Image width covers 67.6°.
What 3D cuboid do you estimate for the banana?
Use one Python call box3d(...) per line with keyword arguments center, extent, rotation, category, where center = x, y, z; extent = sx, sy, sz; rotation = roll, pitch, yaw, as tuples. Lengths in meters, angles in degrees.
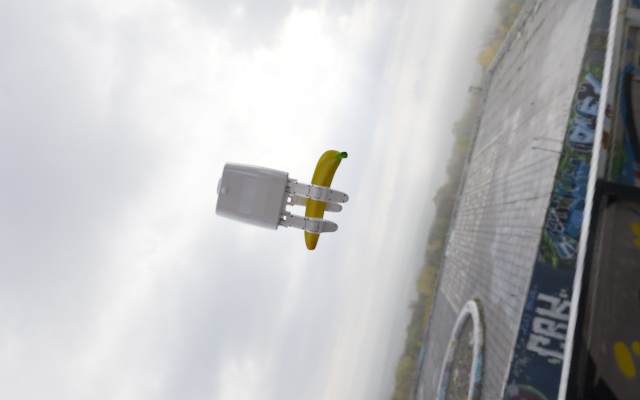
box3d(center=(-0.001, -0.010, 0.814), extent=(0.037, 0.198, 0.069), rotation=(10, 29, -12), category="banana")
